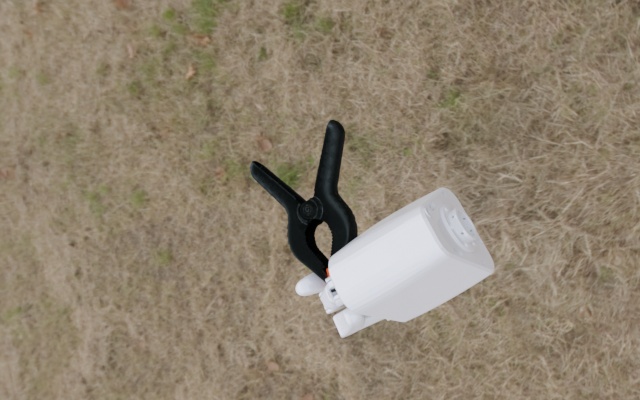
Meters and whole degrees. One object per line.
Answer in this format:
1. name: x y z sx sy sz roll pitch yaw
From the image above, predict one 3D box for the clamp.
1. clamp: 0.000 0.002 0.508 0.120 0.171 0.039 -35 -17 26
